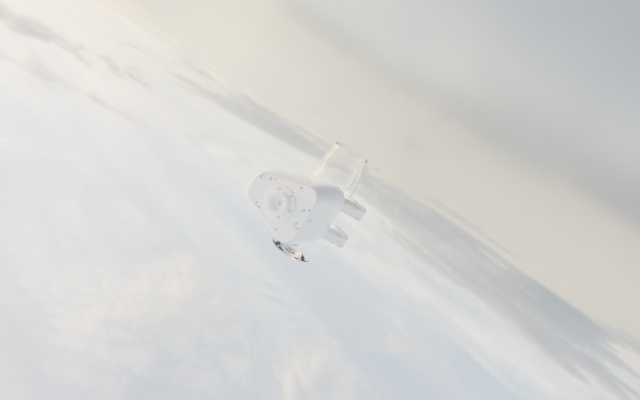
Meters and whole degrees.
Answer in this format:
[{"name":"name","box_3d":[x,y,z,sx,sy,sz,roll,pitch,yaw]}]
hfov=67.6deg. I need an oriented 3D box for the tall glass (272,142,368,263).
[{"name":"tall glass","box_3d":[0.000,0.003,0.804,0.079,0.201,0.079,31,11,-7]}]
